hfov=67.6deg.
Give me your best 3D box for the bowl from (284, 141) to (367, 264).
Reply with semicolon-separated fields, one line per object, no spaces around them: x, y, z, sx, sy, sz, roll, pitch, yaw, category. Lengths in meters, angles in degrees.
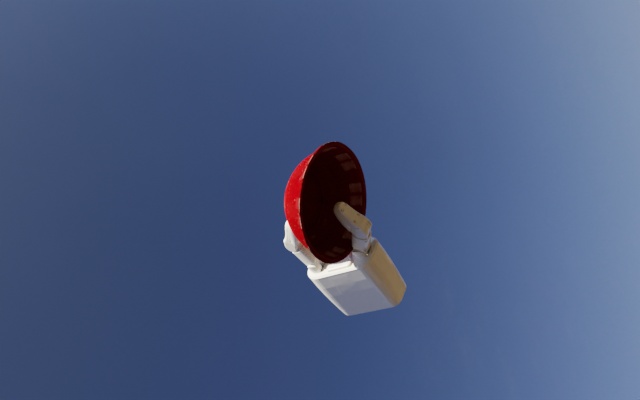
-0.001;0.001;0.646;0.055;0.162;0.162;3;2;35;bowl
